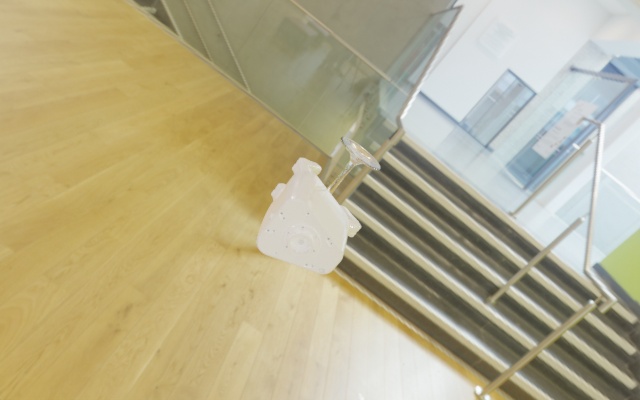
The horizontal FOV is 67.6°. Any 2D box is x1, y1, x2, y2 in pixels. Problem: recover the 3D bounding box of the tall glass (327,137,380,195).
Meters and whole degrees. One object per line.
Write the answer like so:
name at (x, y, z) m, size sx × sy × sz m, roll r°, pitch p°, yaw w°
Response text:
tall glass at (0.001, 0.002, 0.737) m, size 0.079 × 0.201 × 0.079 m, roll 34°, pitch 21°, yaw -15°
